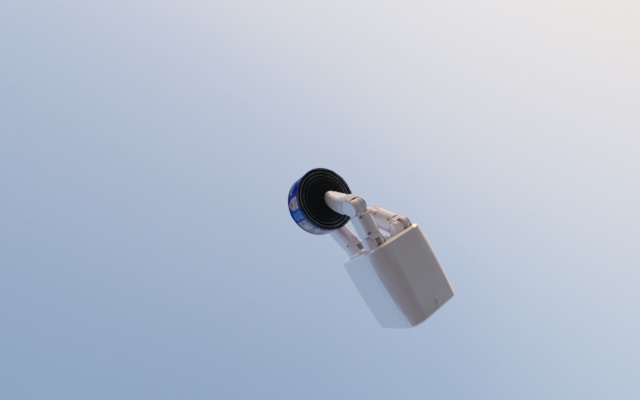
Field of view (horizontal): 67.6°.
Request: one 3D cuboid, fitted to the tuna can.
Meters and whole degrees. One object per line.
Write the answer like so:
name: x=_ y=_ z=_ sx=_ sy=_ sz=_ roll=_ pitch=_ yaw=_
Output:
tuna can: x=0.000 y=0.002 z=0.637 sx=0.086 sy=0.086 sz=0.034 roll=0 pitch=-18 yaw=-32
